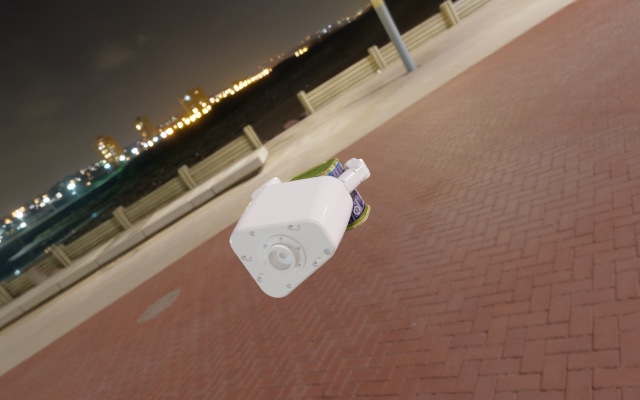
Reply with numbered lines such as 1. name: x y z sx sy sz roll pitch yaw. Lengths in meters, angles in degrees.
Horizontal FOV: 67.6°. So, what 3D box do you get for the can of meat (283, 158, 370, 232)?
1. can of meat: 0.000 0.002 0.630 0.102 0.084 0.057 -24 18 26
